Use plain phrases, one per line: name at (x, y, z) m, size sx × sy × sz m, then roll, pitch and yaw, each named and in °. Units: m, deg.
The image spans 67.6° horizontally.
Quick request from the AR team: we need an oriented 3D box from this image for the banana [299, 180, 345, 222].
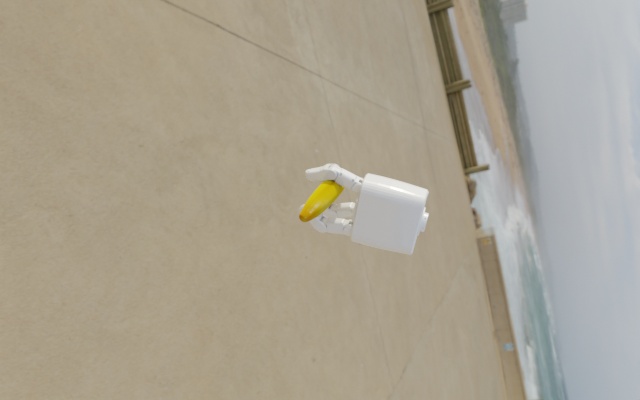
banana at (0.012, -0.012, 0.819) m, size 0.037 × 0.070 × 0.197 m, roll 38°, pitch 17°, yaw 1°
